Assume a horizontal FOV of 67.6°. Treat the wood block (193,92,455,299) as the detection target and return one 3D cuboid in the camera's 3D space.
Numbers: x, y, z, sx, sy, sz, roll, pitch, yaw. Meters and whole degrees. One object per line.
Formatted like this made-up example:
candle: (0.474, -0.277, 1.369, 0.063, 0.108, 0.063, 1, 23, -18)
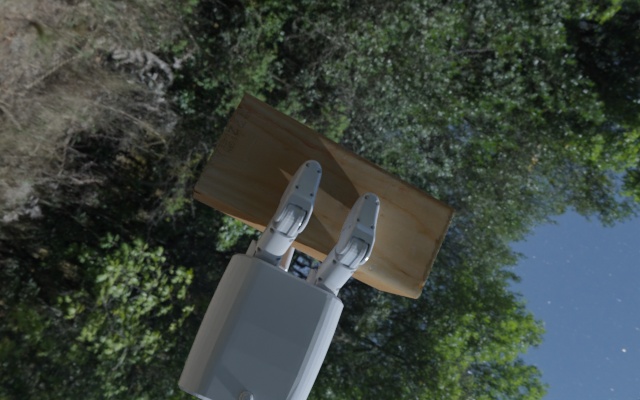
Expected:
wood block: (0.000, 0.002, 0.432, 0.206, 0.090, 0.091, 28, -11, -12)
